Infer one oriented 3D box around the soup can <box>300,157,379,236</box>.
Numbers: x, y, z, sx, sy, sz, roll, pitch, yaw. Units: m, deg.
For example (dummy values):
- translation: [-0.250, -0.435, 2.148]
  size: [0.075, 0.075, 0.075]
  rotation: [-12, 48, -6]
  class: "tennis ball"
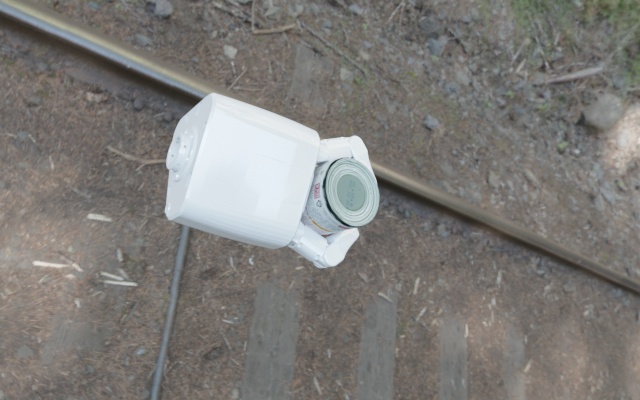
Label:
- translation: [0.001, 0.002, 0.476]
  size: [0.068, 0.068, 0.102]
  rotation: [0, -11, -38]
  class: "soup can"
